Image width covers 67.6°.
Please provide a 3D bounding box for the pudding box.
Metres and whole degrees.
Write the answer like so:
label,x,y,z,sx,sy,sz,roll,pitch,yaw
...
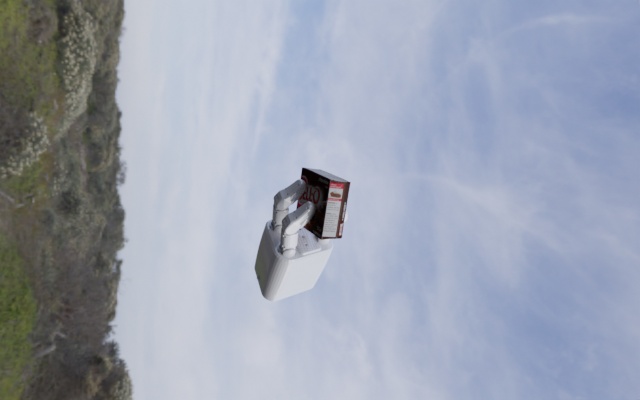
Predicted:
label,x,y,z,sx,sy,sz,roll,pitch,yaw
pudding box,0.000,0.002,0.730,0.039,0.090,0.113,2,11,-27
